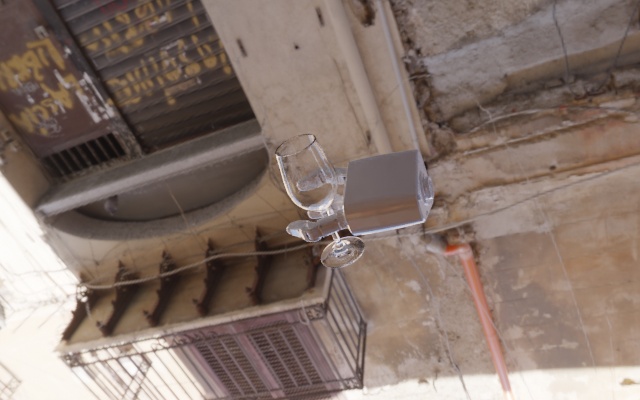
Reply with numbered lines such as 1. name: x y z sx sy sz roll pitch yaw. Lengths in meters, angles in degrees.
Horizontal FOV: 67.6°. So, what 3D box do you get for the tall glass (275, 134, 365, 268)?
1. tall glass: 0.000 0.003 0.714 0.079 0.201 0.079 -19 29 11
